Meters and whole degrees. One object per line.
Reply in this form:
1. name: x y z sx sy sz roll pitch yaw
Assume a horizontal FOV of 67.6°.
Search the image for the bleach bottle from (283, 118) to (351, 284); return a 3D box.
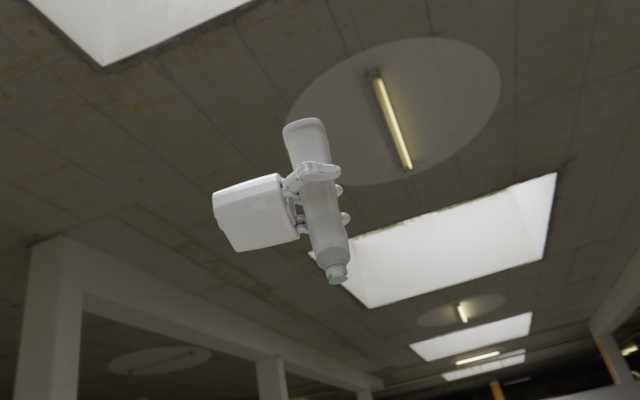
1. bleach bottle: 0.000 0.002 0.726 0.068 0.250 0.103 -15 -30 5
